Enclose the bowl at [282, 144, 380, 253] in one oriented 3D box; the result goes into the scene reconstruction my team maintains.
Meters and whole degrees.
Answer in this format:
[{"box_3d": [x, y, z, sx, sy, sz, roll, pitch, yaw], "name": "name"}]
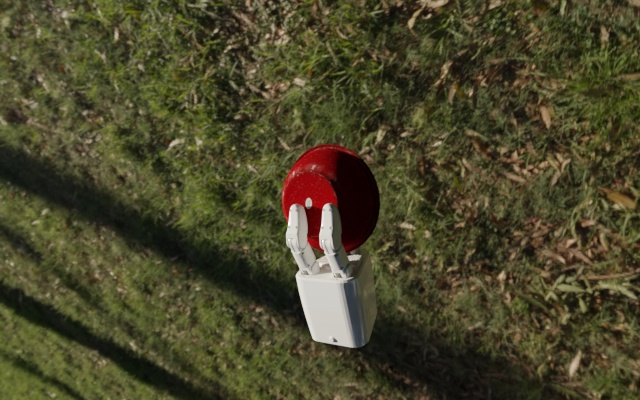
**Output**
[{"box_3d": [-0.001, 0.001, 0.672, 0.162, 0.162, 0.055, 0, 7, 34], "name": "bowl"}]
